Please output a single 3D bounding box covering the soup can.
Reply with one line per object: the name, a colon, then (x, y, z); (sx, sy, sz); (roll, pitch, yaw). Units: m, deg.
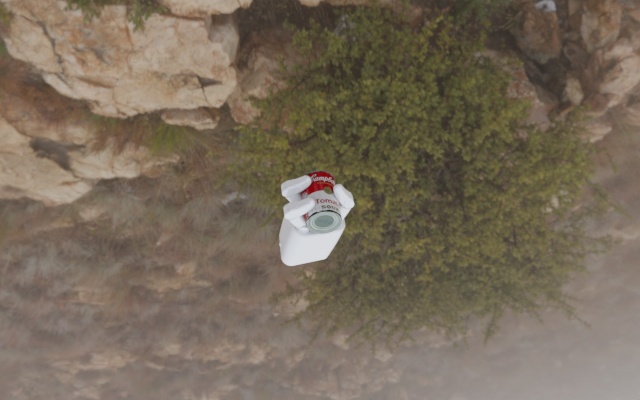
soup can: (0.000, 0.003, 0.894); (0.068, 0.102, 0.069); (-6, -41, -5)
